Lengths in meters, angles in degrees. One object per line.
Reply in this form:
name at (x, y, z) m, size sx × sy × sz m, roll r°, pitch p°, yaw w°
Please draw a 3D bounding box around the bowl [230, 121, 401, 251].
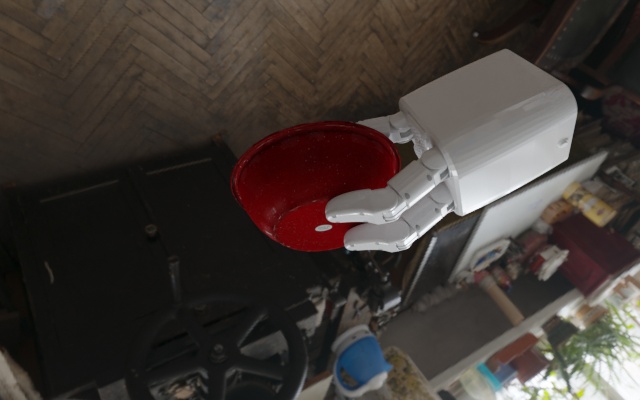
bowl at (-0.001, 0.002, 0.438) m, size 0.162 × 0.055 × 0.162 m, roll -7°, pitch -33°, yaw -4°
